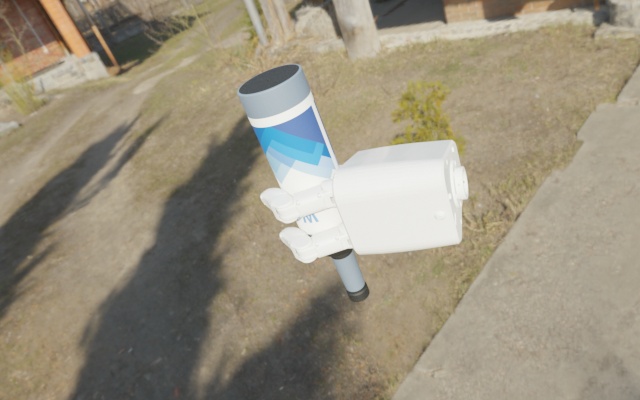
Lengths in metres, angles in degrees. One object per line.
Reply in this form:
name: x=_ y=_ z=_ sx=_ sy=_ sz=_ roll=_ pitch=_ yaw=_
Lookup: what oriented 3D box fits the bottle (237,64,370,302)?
bottle: x=0.000 y=0.002 z=0.527 sx=0.069 sy=0.296 sz=0.069 roll=-17 pitch=31 yaw=10
